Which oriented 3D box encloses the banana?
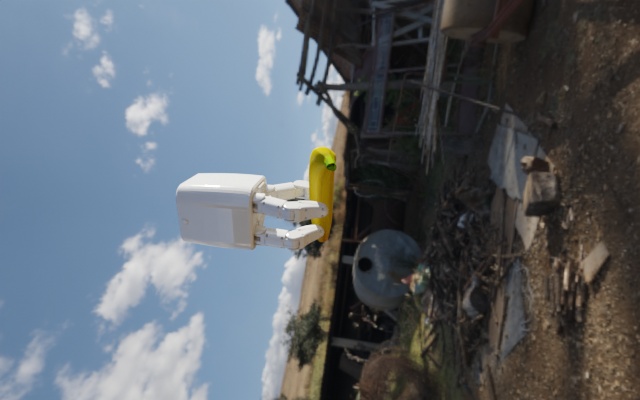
[{"bbox_3d":[0.001,-0.015,0.674,0.037,0.069,0.198,3,-33,1],"label":"banana"}]
